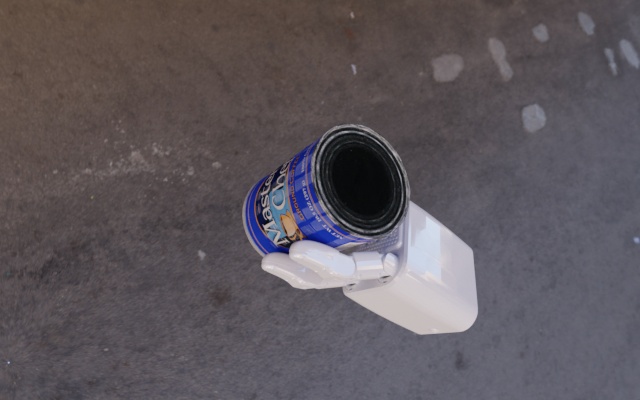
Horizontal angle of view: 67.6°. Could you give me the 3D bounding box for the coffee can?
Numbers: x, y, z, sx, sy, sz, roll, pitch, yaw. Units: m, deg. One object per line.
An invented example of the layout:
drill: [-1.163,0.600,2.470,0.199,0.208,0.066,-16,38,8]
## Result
coffee can: [0.000,0.001,0.457,0.103,0.102,0.140,0,-16,-33]
